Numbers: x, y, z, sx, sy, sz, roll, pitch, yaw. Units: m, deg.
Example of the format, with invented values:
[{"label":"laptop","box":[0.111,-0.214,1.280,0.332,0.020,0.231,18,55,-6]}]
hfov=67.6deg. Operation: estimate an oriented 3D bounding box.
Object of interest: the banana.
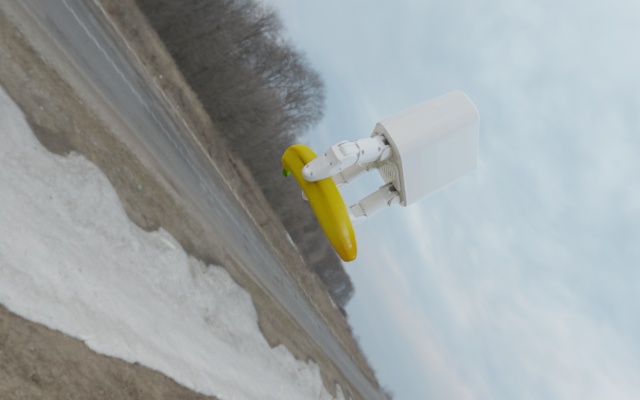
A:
[{"label":"banana","box":[-0.005,-0.014,0.546,0.037,0.070,0.197,-24,40,-9]}]
